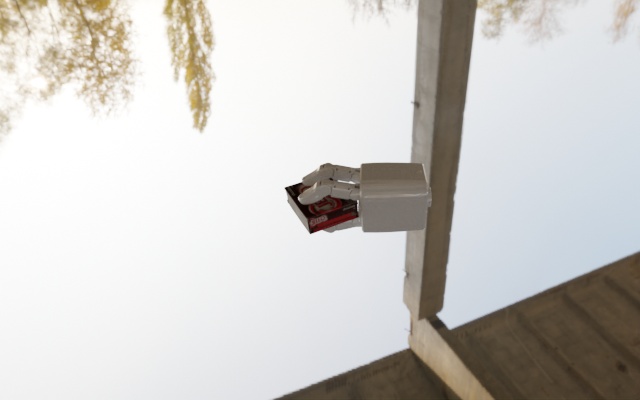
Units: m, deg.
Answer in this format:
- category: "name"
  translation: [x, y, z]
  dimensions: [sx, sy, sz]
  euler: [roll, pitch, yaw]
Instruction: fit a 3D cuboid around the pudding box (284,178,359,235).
- category: "pudding box"
  translation: [0.000, 0.003, 0.805]
  dimensions: [0.090, 0.039, 0.113]
  euler: [-18, 33, -16]
